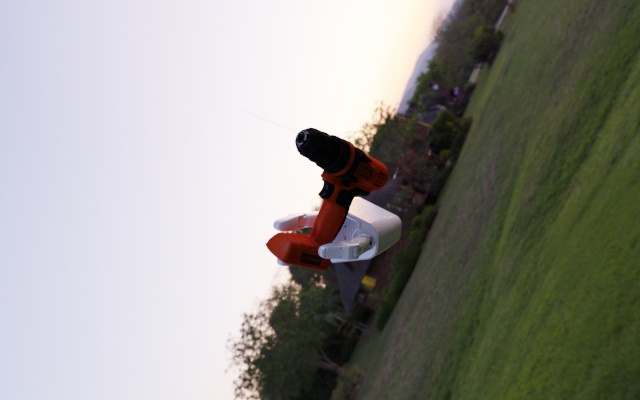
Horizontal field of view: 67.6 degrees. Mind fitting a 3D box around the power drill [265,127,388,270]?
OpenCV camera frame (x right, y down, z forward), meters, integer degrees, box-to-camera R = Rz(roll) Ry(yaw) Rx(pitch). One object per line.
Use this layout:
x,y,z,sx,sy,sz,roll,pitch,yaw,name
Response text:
0.000,0.003,0.673,0.184,0.188,0.057,21,13,-46,power drill
